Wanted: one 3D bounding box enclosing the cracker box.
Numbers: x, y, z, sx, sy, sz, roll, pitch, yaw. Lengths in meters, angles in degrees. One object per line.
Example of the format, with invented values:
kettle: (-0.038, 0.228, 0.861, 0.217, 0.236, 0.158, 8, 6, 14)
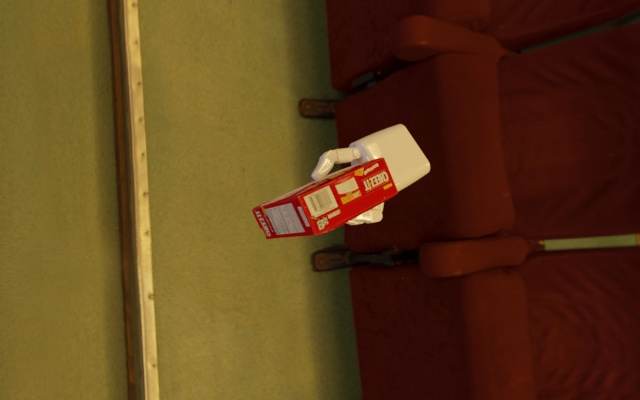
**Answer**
cracker box: (0.000, 0.002, 0.801, 0.164, 0.072, 0.214, -26, 6, -26)
